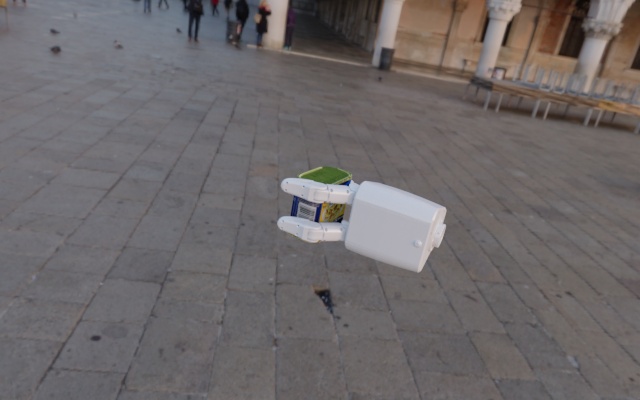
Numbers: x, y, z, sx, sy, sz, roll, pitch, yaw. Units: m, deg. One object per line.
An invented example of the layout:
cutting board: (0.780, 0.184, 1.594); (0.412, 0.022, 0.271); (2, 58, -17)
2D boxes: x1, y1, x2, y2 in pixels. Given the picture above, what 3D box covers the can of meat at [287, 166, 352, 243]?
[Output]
can of meat: (0.000, 0.002, 0.686); (0.057, 0.084, 0.102); (21, 24, 24)
